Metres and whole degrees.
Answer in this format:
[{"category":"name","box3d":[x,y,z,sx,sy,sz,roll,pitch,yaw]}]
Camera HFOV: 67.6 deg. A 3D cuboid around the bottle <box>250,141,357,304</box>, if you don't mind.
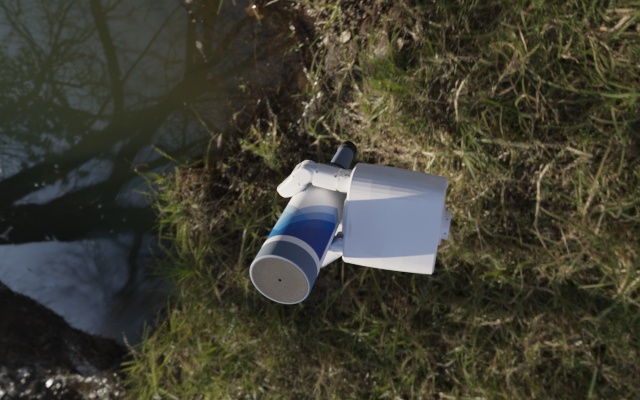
[{"category":"bottle","box3d":[0.000,0.002,0.603,0.069,0.069,0.295,0,33,20]}]
